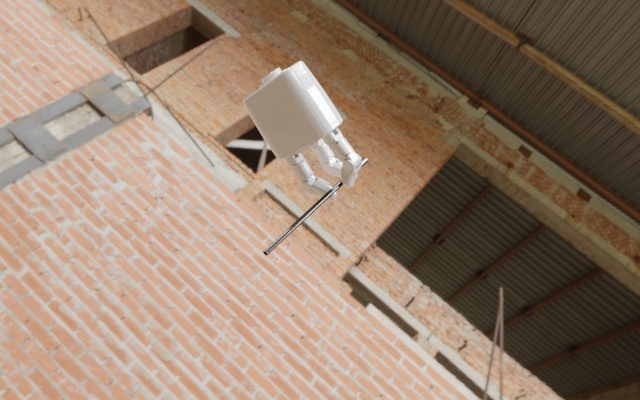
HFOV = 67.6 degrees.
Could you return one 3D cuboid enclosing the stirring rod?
[{"bbox_3d":[0.000,0.002,0.698,0.011,0.011,0.239,0,34,47],"label":"stirring rod"}]
